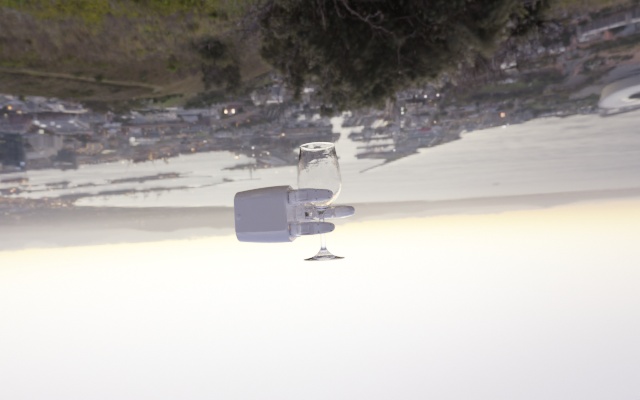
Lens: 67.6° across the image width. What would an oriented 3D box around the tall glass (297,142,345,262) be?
[{"bbox_3d":[0.000,0.003,0.833,0.079,0.201,0.079,-3,-3,0],"label":"tall glass"}]
